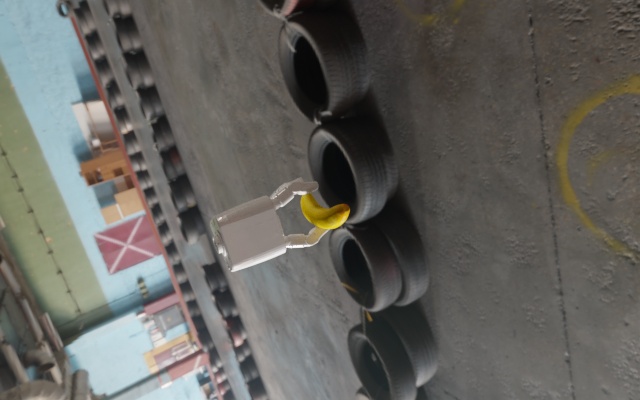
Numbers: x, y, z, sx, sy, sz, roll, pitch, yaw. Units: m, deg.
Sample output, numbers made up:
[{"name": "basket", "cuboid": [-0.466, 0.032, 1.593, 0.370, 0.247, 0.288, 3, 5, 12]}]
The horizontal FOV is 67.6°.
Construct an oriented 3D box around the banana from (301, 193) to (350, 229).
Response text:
[{"name": "banana", "cuboid": [0.002, 0.019, 0.897, 0.037, 0.070, 0.197, -19, 22, -21]}]
